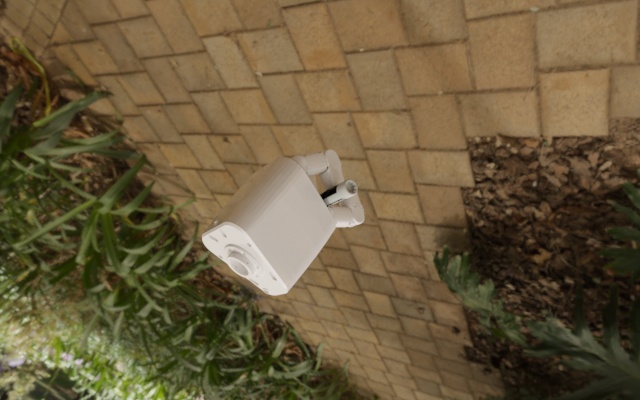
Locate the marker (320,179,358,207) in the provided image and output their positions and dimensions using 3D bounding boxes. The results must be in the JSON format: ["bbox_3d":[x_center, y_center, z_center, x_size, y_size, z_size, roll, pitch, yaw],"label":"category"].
[{"bbox_3d":[0.000,0.002,0.567,0.020,0.020,0.121,0,-16,-35],"label":"marker"}]
